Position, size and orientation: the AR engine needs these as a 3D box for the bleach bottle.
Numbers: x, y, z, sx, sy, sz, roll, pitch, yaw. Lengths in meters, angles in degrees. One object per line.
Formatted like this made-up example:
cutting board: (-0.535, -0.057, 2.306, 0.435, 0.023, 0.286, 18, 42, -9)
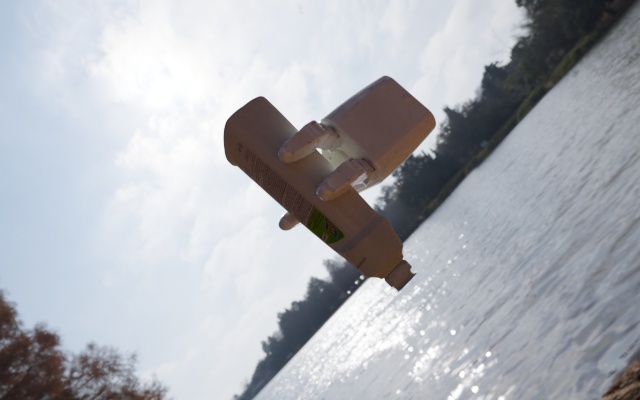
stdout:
bleach bottle: (0.000, 0.002, 0.521, 0.068, 0.251, 0.103, -42, -12, -20)
